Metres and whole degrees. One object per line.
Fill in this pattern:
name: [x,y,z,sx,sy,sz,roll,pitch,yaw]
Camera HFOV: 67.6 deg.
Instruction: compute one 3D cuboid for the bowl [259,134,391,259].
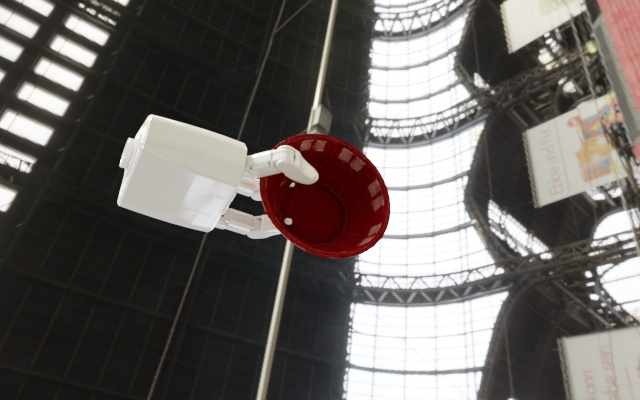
bowl: [0.001,0.003,0.568,0.162,0.162,0.055,0,-27,-22]
